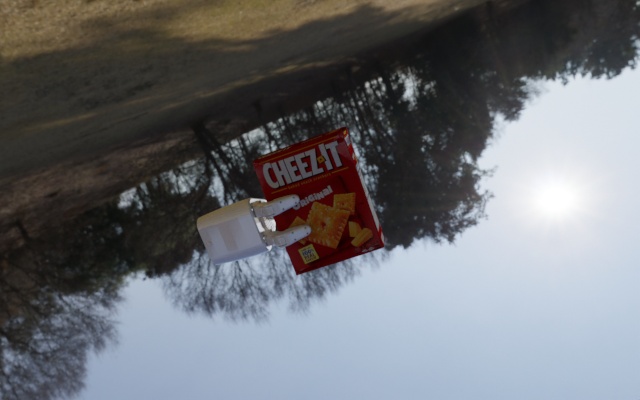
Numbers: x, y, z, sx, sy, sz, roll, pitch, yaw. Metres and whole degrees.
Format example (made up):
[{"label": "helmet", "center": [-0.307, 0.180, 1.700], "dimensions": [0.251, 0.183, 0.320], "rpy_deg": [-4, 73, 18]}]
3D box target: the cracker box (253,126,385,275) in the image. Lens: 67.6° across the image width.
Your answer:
[{"label": "cracker box", "center": [0.000, 0.003, 0.820], "dimensions": [0.164, 0.214, 0.072], "rpy_deg": [-18, 12, 11]}]
